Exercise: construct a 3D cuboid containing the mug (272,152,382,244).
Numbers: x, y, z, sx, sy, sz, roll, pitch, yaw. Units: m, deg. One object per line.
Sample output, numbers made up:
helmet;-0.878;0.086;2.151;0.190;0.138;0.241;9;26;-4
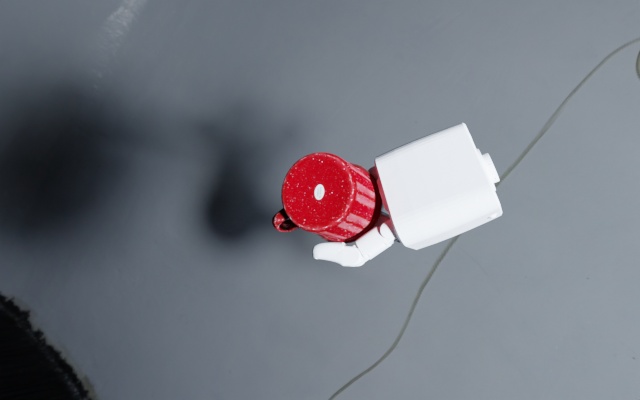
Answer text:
mug;-0.001;0.002;0.510;0.117;0.093;0.081;-25;-17;16
